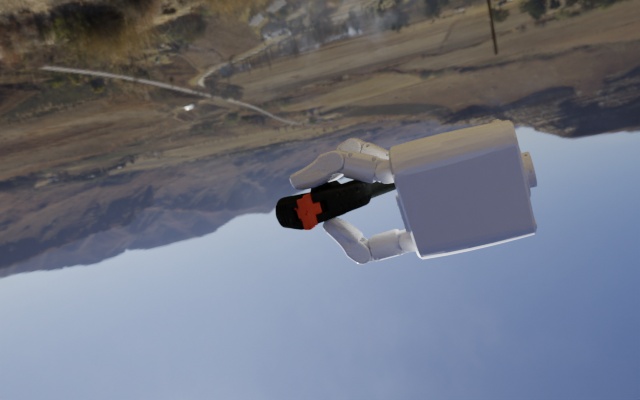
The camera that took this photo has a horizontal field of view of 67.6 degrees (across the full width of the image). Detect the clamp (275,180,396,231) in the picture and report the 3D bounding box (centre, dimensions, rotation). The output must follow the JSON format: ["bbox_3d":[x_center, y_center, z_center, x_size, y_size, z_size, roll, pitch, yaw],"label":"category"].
[{"bbox_3d":[0.000,0.002,0.494,0.164,0.036,0.210,-16,3,19],"label":"clamp"}]
